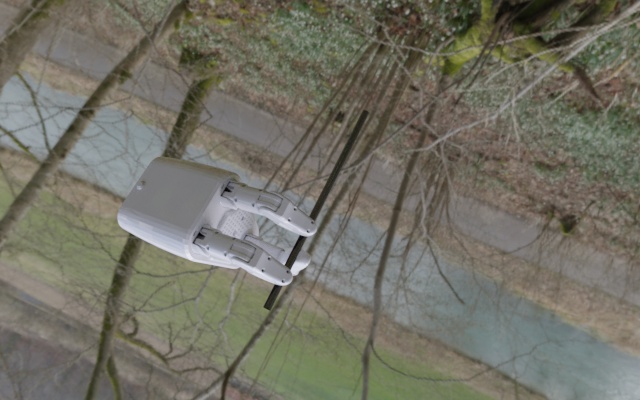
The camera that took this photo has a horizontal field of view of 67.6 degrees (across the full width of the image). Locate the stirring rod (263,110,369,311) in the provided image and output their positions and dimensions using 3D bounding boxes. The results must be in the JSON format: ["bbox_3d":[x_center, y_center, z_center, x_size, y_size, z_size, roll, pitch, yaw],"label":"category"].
[{"bbox_3d":[0.000,0.002,0.492,0.011,0.239,0.011,23,-21,10],"label":"stirring rod"}]
